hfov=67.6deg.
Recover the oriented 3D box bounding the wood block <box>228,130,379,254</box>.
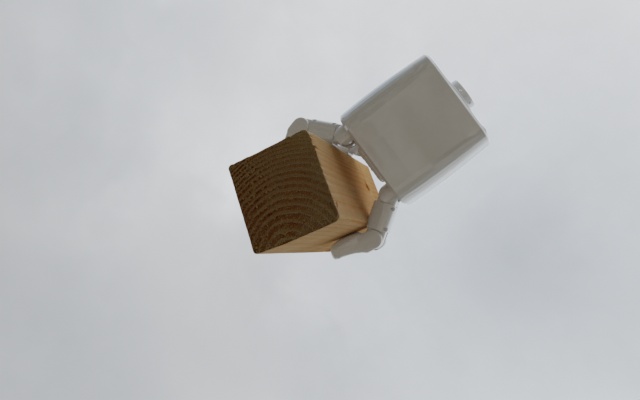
[{"bbox_3d":[0.001,0.002,0.523,0.090,0.090,0.206,-23,-13,17],"label":"wood block"}]
